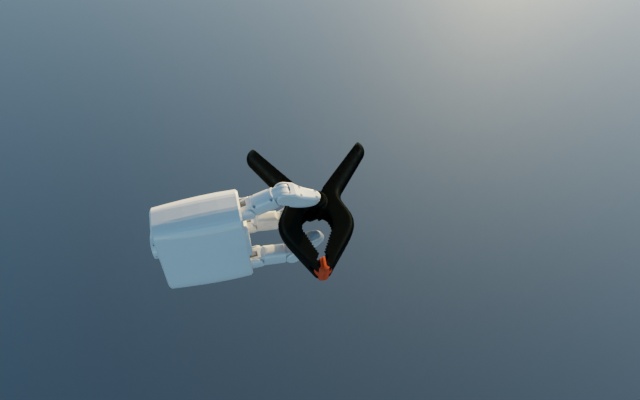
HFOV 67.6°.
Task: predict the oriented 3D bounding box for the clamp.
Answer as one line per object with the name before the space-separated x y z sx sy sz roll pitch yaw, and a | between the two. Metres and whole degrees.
clamp | 0.000 0.002 0.621 0.164 0.209 0.036 -11 -35 -9
